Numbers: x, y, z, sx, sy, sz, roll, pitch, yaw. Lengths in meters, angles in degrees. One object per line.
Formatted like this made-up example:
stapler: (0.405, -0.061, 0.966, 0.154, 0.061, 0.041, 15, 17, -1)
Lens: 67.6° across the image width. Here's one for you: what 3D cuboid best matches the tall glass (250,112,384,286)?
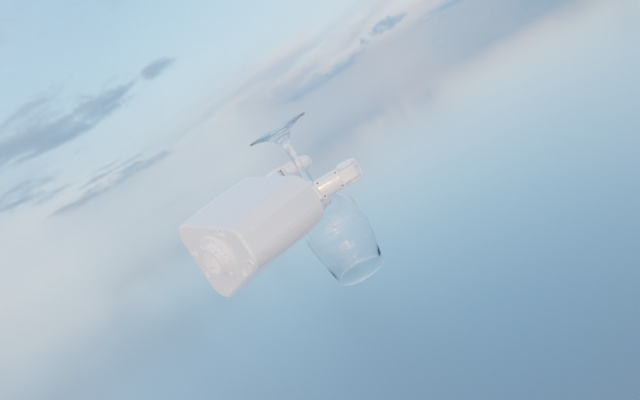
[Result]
tall glass: (0.000, 0.001, 0.564, 0.079, 0.201, 0.079, -30, 9, 5)
